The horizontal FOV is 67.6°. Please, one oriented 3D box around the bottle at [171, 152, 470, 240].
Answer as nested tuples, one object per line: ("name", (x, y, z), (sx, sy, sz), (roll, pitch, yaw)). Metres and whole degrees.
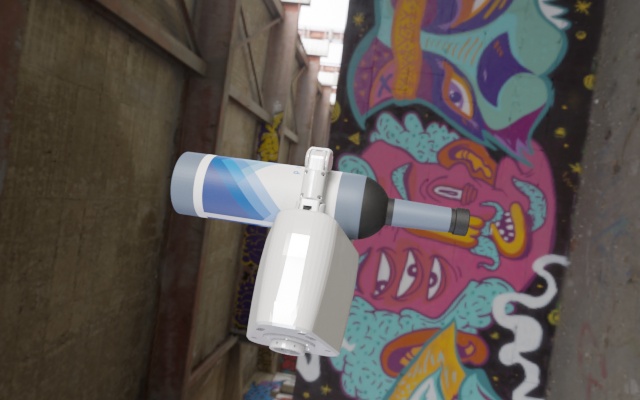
("bottle", (0.000, 0.001, 0.489), (0.296, 0.069, 0.069), (8, 1, 7))
